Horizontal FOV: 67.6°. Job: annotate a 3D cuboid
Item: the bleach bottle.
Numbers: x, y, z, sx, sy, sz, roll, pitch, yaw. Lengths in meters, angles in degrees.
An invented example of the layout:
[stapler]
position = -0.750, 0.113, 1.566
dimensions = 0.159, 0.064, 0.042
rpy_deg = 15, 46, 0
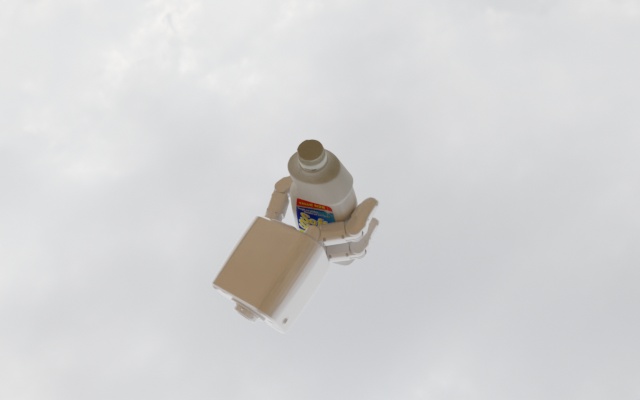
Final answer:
[bleach bottle]
position = 0.000, 0.002, 0.617
dimensions = 0.102, 0.068, 0.251
rpy_deg = 24, -22, 21
